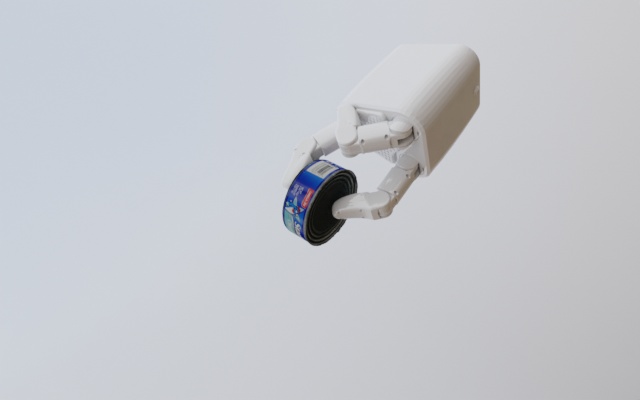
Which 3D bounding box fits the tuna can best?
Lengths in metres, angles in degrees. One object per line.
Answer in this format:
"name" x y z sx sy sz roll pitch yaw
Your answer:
"tuna can" 0.000 0.001 0.492 0.033 0.086 0.086 28 14 29
